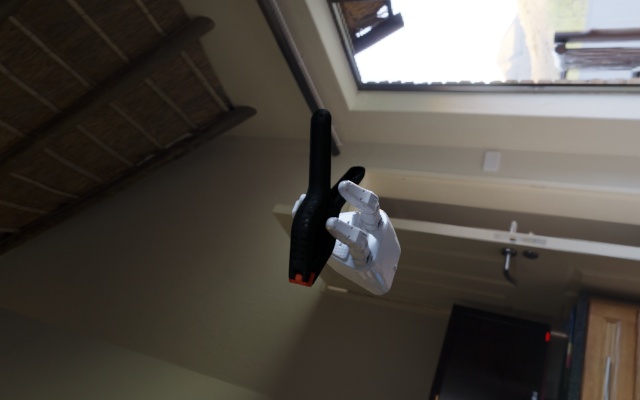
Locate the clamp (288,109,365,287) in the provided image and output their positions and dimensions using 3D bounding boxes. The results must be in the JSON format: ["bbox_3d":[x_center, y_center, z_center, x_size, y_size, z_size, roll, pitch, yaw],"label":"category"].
[{"bbox_3d":[-0.001,0.002,0.606,0.036,0.210,0.165,7,-27,27],"label":"clamp"}]
